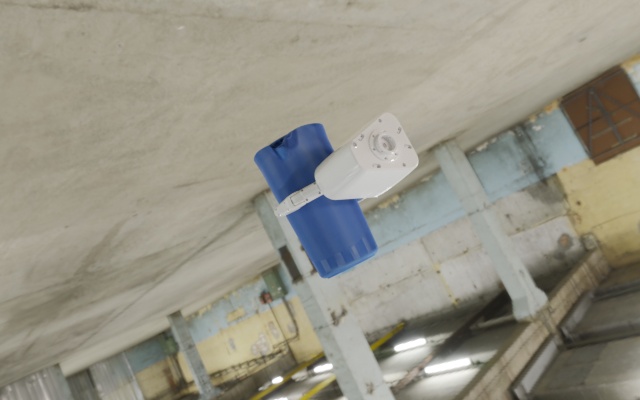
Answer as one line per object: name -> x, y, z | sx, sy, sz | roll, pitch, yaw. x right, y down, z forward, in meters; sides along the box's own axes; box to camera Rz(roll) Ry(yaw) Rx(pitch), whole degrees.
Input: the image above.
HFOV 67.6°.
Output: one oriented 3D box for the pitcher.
pitcher -> 0.000, 0.003, 0.815 | 0.149, 0.243, 0.145 | -22, -9, -34
